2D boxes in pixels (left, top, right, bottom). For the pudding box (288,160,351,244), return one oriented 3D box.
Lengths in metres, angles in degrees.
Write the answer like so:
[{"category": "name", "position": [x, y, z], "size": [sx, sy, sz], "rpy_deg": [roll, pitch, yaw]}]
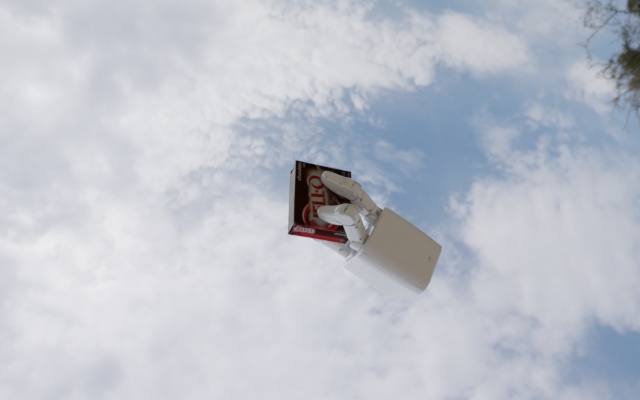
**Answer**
[{"category": "pudding box", "position": [0.000, 0.002, 0.698], "size": [0.090, 0.113, 0.039], "rpy_deg": [11, -37, -18]}]
